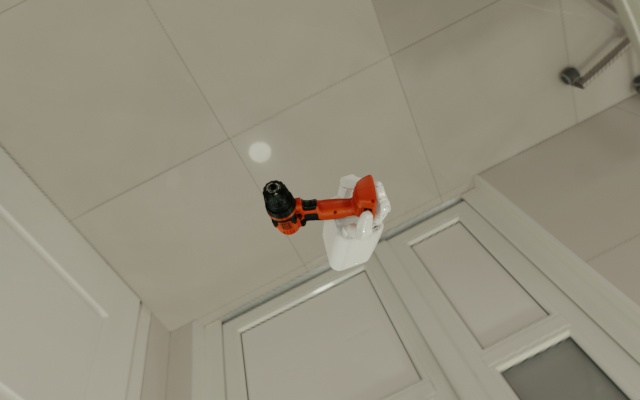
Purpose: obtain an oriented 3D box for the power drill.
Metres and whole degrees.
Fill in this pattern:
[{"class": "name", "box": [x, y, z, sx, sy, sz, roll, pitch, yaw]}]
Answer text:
[{"class": "power drill", "box": [0.001, 0.003, 0.823, 0.187, 0.057, 0.184, -7, -20, 2]}]
